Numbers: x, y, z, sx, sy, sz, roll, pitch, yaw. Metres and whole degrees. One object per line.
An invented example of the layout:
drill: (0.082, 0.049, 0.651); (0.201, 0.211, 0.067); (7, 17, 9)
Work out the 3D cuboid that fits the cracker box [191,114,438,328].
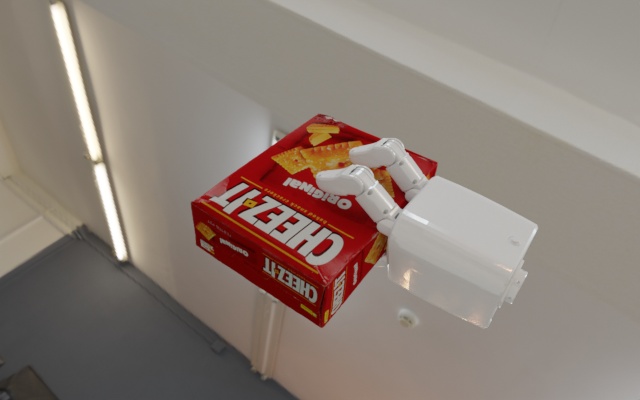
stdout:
cracker box: (0.000, 0.002, 0.503); (0.164, 0.072, 0.213); (28, 47, 24)
